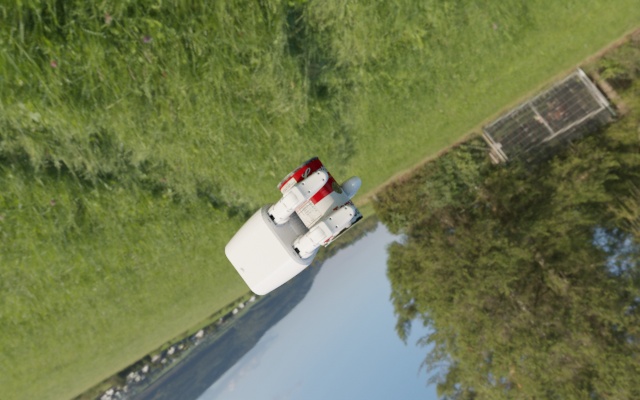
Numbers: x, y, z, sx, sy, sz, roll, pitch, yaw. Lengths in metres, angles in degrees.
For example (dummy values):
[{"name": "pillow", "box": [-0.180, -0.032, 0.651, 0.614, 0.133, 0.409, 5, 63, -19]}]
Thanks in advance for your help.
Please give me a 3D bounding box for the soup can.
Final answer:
[{"name": "soup can", "box": [0.001, 0.002, 0.634, 0.068, 0.102, 0.068, -37, -5, -4]}]
